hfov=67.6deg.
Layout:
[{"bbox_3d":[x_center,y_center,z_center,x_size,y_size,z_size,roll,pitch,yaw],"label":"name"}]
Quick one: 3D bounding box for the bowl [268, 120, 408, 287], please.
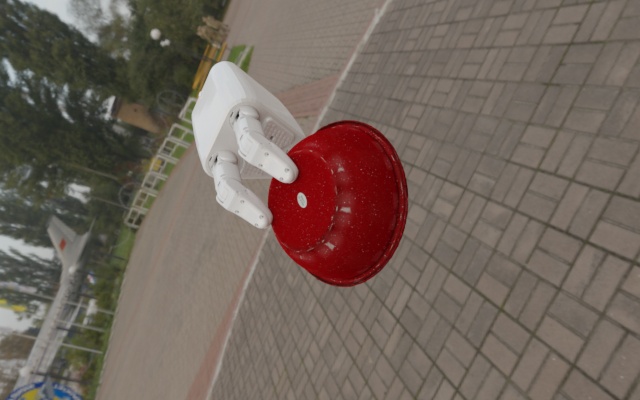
[{"bbox_3d":[0.001,0.002,0.445,0.162,0.162,0.055,0,-2,44],"label":"bowl"}]
